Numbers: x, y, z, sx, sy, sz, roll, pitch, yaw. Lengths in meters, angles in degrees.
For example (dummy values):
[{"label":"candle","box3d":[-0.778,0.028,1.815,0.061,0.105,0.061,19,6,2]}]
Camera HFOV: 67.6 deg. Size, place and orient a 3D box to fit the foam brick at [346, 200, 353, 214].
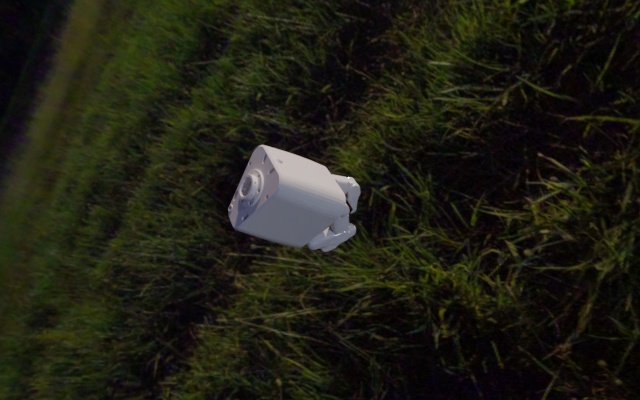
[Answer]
[{"label":"foam brick","box3d":[0.000,0.002,0.695,0.051,0.053,0.078,18,27,-38]}]
